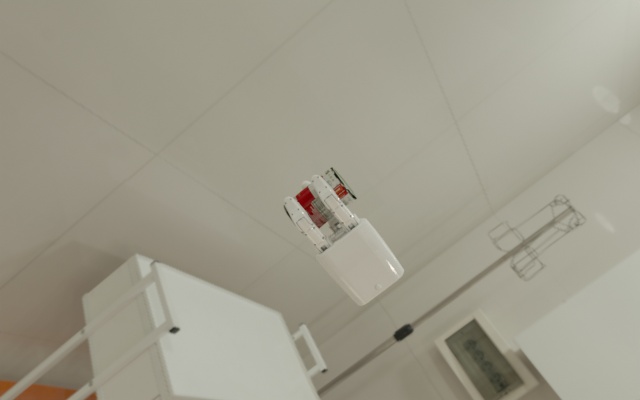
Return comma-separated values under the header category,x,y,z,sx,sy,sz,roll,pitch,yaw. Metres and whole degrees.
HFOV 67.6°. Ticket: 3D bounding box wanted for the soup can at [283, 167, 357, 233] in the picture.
category,x,y,z,sx,sy,sz,roll,pitch,yaw
soup can,0.000,0.002,0.775,0.102,0.068,0.068,-39,-6,7
